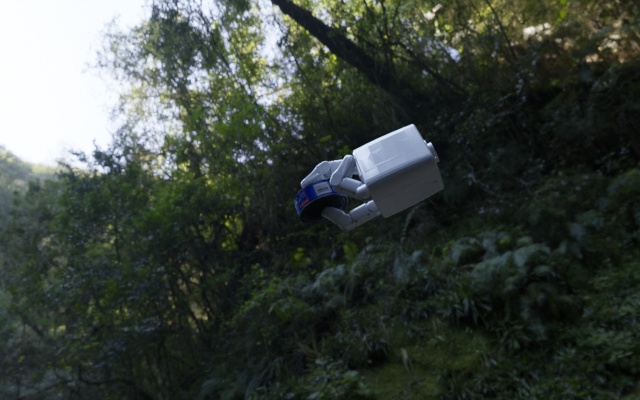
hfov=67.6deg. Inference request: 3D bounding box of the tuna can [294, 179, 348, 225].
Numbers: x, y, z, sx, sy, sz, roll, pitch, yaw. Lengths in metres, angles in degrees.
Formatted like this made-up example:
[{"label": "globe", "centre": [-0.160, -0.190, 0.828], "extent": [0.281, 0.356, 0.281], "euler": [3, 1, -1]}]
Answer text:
[{"label": "tuna can", "centre": [0.000, 0.002, 0.797], "extent": [0.086, 0.033, 0.086], "euler": [-18, -29, -10]}]
